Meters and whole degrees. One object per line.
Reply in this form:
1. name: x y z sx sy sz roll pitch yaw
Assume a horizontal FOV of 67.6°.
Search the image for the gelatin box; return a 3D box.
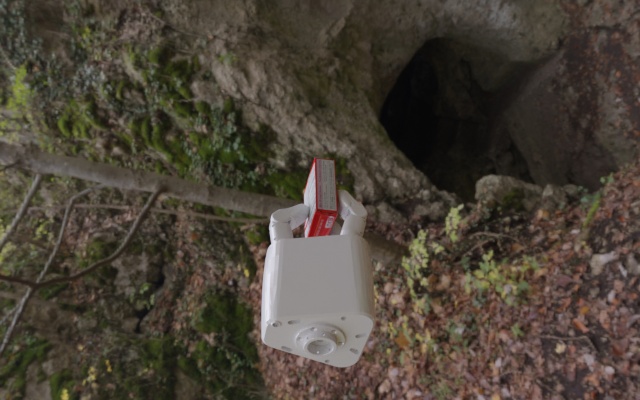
1. gelatin box: 0.000 0.002 0.611 0.030 0.089 0.073 6 -39 -11
